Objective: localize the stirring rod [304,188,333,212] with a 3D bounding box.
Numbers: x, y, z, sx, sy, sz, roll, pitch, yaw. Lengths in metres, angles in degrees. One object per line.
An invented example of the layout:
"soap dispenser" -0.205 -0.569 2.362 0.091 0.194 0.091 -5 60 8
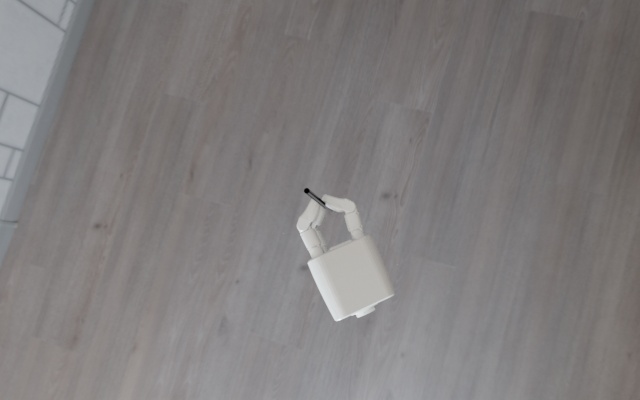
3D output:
"stirring rod" 0.000 0.003 0.772 0.011 0.011 0.239 0 -8 9
